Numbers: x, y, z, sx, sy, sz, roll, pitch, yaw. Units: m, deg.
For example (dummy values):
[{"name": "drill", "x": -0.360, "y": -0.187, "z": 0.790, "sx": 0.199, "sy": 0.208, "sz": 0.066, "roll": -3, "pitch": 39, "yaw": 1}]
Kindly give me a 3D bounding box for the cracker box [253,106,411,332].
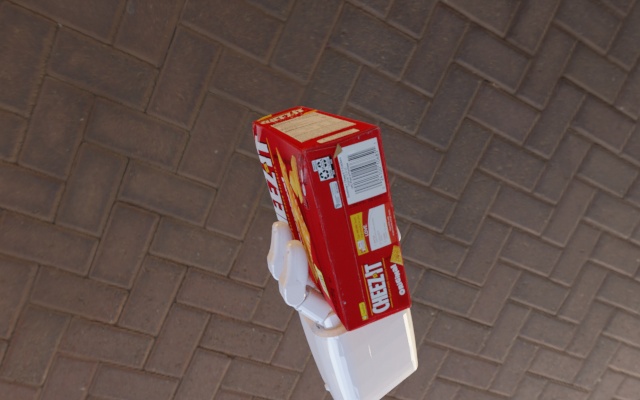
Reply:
[{"name": "cracker box", "x": 0.000, "y": 0.002, "z": 0.474, "sx": 0.072, "sy": 0.164, "sz": 0.213, "roll": -18, "pitch": 20, "yaw": -14}]
